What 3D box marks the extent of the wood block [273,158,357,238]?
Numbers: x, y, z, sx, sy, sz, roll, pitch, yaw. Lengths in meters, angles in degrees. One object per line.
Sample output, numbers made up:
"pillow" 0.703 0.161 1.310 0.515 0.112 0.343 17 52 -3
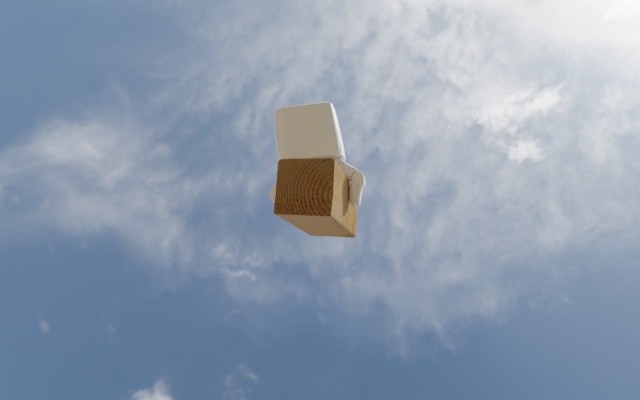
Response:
"wood block" 0.000 0.002 0.804 0.091 0.090 0.206 1 -13 15
